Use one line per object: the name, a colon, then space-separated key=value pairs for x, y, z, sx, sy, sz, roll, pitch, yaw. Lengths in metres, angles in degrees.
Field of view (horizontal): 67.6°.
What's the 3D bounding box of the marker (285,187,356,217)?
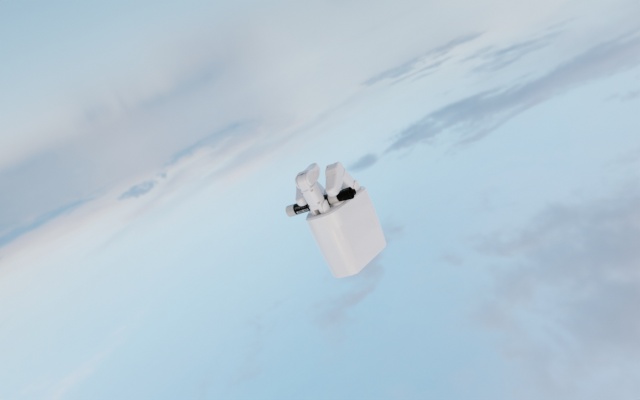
marker: x=0.000 y=0.002 z=0.727 sx=0.121 sy=0.020 sz=0.020 roll=-17 pitch=-8 yaw=29
